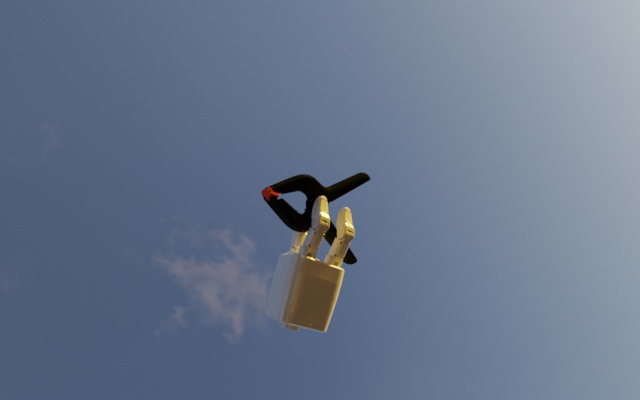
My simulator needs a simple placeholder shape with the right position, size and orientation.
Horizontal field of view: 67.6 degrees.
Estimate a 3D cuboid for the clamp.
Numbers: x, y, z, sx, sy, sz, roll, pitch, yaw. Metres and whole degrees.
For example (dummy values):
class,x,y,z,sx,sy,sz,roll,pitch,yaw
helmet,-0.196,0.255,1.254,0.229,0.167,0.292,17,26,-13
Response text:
class,x,y,z,sx,sy,sz,roll,pitch,yaw
clamp,-0.001,0.003,0.799,0.210,0.164,0.036,24,-16,-34
